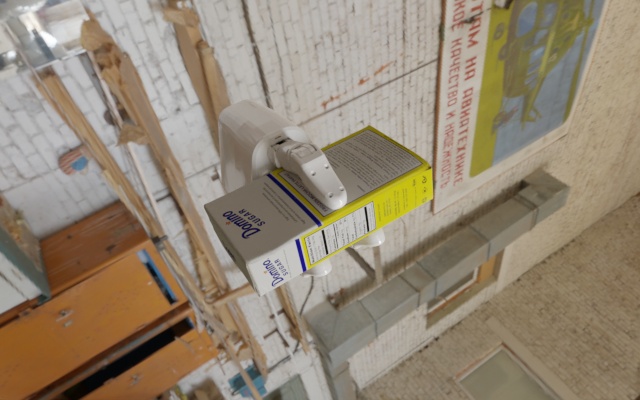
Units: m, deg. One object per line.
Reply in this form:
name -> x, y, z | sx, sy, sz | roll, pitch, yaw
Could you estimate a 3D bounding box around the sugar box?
sugar box -> 0.000, 0.002, 0.411 | 0.176, 0.048, 0.093 | -29, 41, -17
